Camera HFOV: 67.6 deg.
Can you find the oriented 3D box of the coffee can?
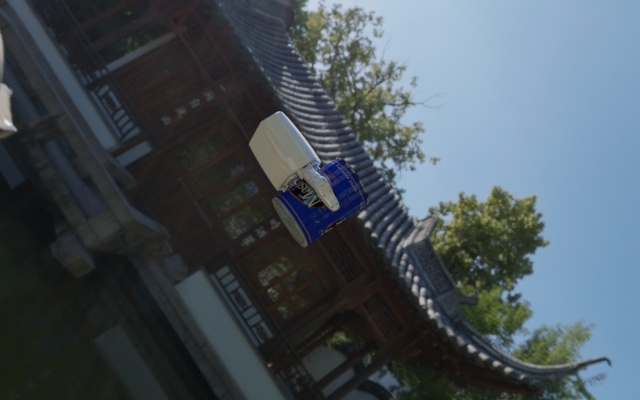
[{"bbox_3d":[0.000,0.003,0.850,0.140,0.103,0.103,-33,8,-12],"label":"coffee can"}]
